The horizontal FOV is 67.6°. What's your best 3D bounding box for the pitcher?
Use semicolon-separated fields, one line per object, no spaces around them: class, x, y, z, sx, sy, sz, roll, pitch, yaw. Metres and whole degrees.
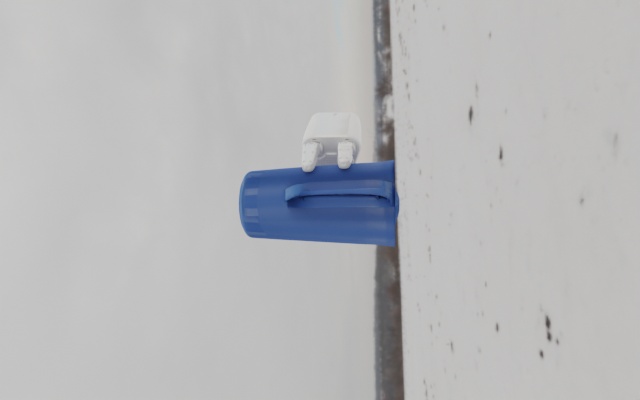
pitcher;0.000;0.002;0.742;0.243;0.149;0.145;-1;34;7
